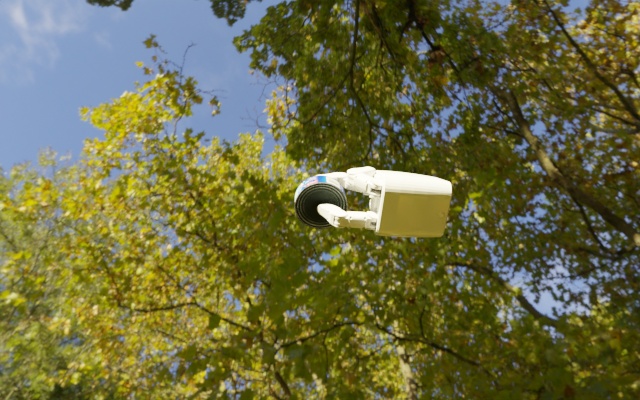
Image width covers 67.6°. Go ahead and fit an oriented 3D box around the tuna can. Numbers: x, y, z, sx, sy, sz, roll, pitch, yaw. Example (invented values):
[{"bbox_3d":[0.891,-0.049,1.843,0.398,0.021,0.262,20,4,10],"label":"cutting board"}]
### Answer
[{"bbox_3d":[0.000,0.002,0.783,0.086,0.086,0.033,0,28,-4],"label":"tuna can"}]
